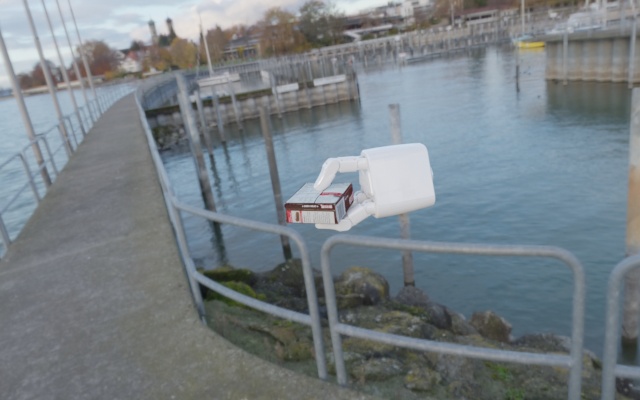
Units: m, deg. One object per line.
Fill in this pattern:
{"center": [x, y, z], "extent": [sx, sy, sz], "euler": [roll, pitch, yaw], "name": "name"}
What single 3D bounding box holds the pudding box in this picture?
{"center": [0.000, 0.002, 0.804], "extent": [0.090, 0.039, 0.113], "euler": [0, 18, 18], "name": "pudding box"}
